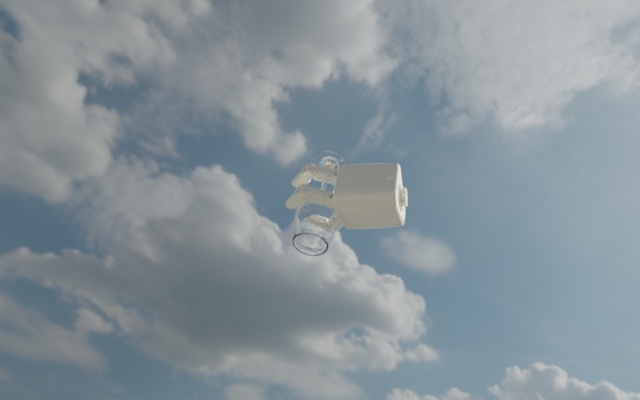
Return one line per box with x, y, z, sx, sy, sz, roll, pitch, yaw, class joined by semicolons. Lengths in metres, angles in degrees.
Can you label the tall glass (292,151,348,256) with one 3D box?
0.000;0.002;0.869;0.079;0.201;0.079;8;-42;7;tall glass
